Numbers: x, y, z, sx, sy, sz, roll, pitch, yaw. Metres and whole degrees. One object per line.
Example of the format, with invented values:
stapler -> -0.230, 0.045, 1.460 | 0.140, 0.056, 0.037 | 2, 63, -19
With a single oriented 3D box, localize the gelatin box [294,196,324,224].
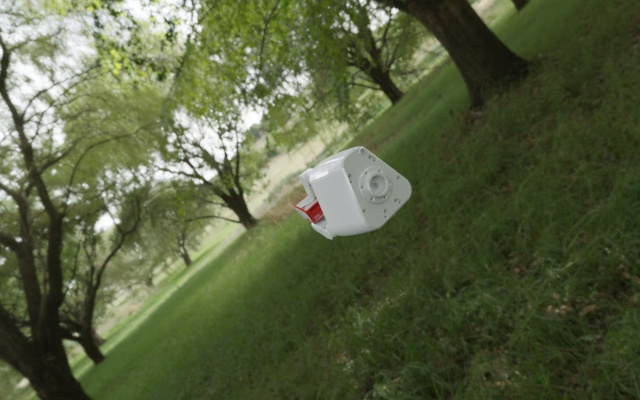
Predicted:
gelatin box -> 0.000, 0.002, 0.812 | 0.073, 0.030, 0.089 | -40, 14, -9
